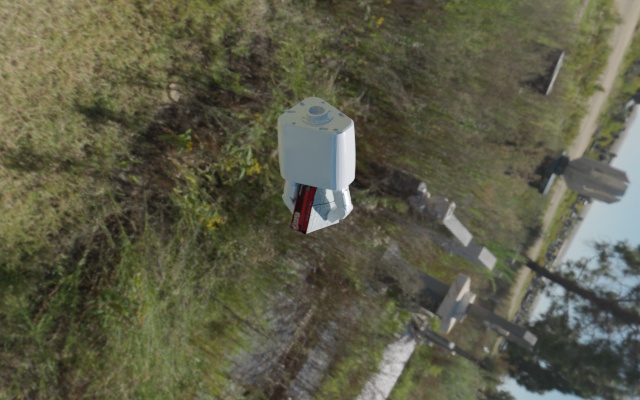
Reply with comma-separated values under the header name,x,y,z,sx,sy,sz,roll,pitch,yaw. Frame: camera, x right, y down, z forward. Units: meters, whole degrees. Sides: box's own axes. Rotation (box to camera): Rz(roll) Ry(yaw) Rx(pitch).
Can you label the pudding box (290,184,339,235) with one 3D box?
name,x,y,z,sx,sy,sz,roll,pitch,yaw
pudding box,0.000,0.003,0.816,0.039,0.090,0.113,24,20,29
